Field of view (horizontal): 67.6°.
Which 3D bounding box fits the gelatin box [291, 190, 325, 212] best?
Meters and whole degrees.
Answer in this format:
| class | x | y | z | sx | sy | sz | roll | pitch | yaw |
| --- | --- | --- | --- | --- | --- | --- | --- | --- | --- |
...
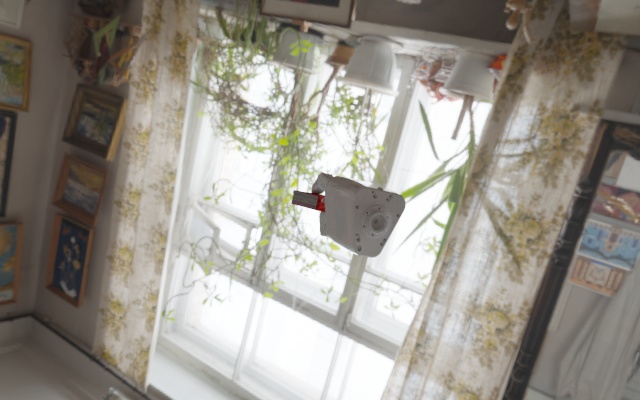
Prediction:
| class | x | y | z | sx | sy | sz | roll | pitch | yaw |
| --- | --- | --- | --- | --- | --- | --- | --- | --- | --- |
| gelatin box | 0.000 | 0.003 | 0.882 | 0.073 | 0.030 | 0.089 | 10 | 2 | -36 |
